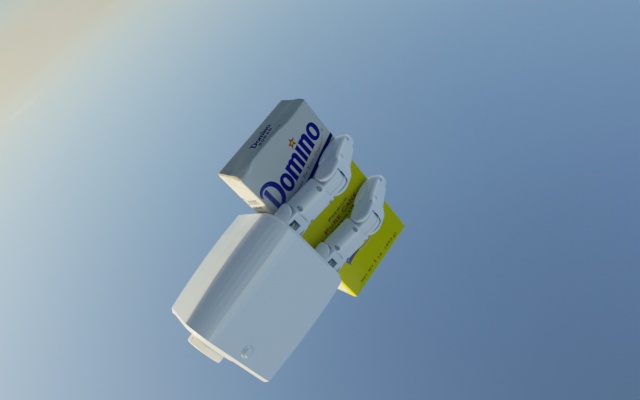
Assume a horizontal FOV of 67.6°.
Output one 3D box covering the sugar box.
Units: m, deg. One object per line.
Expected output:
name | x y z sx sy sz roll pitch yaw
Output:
sugar box | 0.000 0.002 0.445 0.048 0.093 0.176 14 -28 52
